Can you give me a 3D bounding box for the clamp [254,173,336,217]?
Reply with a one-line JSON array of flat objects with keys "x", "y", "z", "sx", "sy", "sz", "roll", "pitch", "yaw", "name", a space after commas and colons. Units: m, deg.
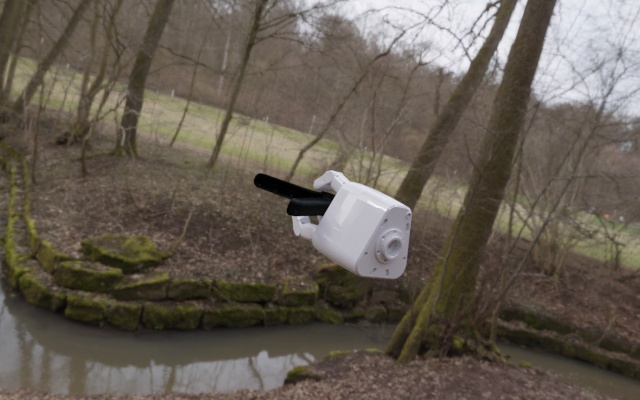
[{"x": 0.001, "y": 0.002, "z": 0.774, "sx": 0.210, "sy": 0.036, "sz": 0.164, "roll": 12, "pitch": 13, "yaw": -36, "name": "clamp"}]
